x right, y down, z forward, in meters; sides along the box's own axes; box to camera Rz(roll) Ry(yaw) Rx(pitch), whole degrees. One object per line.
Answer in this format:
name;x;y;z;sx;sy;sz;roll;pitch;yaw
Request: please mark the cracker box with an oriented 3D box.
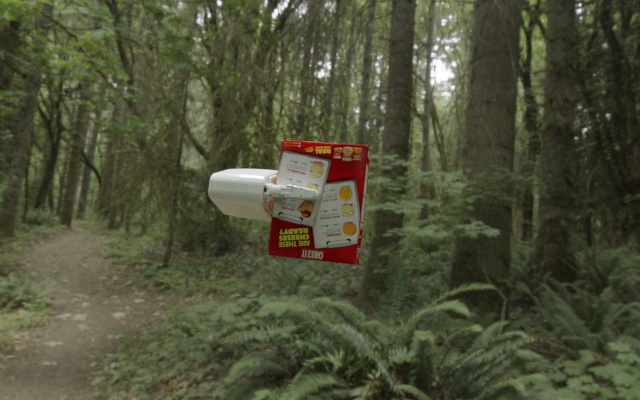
cracker box;0.000;0.003;0.881;0.164;0.213;0.072;5;-6;12
